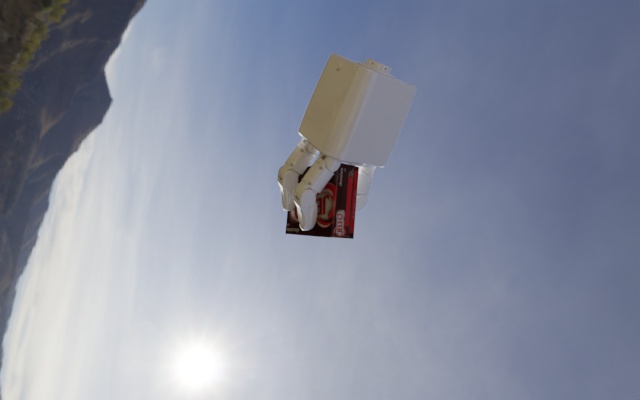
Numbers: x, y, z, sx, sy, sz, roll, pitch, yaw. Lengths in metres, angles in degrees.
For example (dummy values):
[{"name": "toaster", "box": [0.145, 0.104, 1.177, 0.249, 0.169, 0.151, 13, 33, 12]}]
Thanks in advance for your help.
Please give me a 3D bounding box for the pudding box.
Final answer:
[{"name": "pudding box", "box": [0.000, 0.002, 0.609, 0.039, 0.090, 0.113, 9, -6, -31]}]
